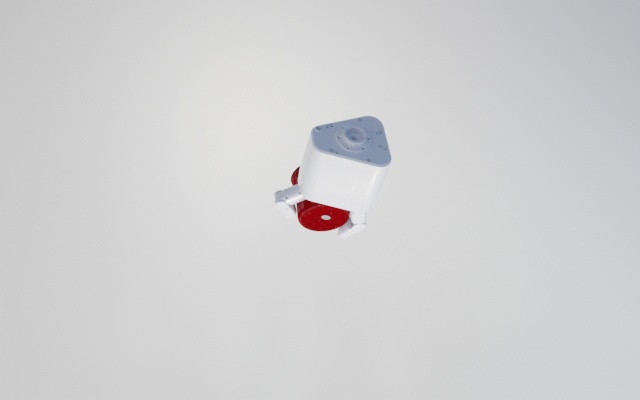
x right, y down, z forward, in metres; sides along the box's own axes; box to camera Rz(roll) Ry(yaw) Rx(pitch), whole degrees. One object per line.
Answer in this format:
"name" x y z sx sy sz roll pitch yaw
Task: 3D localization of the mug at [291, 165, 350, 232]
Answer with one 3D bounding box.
"mug" 0.000 0.003 0.763 0.093 0.081 0.117 1 -35 -11
